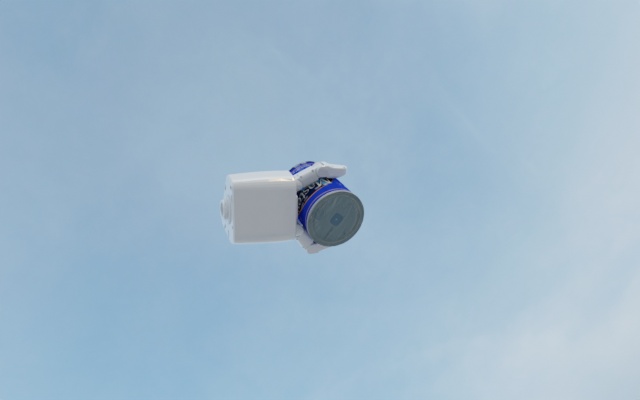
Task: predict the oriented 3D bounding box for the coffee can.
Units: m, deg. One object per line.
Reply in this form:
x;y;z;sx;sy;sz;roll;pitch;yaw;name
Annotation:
0.000;0.003;0.843;0.103;0.103;0.140;0;25;-25;coffee can
